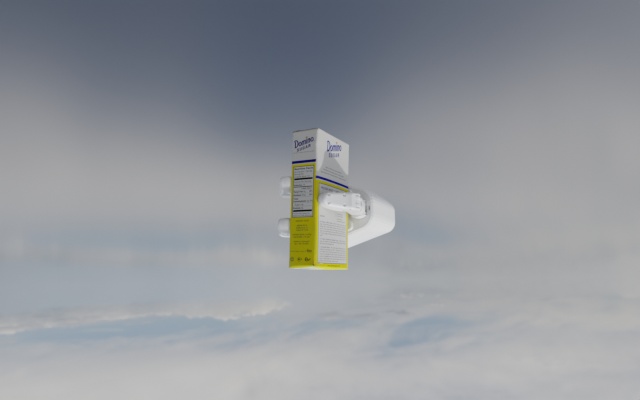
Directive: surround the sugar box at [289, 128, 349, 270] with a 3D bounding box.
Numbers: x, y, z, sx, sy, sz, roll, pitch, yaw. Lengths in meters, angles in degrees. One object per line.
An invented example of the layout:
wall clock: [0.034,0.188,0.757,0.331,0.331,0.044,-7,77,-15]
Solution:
sugar box: [0.000,0.002,0.632,0.048,0.176,0.093,-6,-11,28]
